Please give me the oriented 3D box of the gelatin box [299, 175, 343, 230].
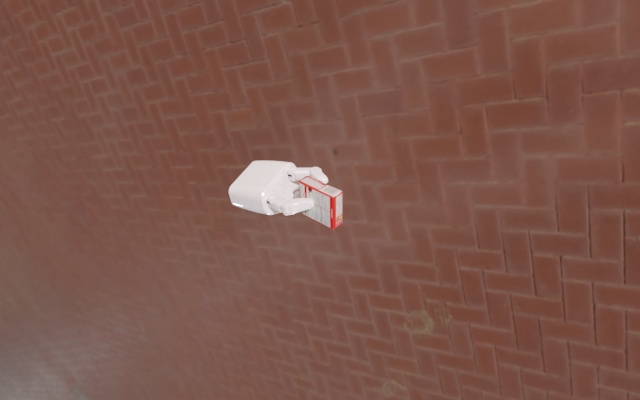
[{"bbox_3d":[0.000,0.003,0.888,0.089,0.073,0.030,26,42,34],"label":"gelatin box"}]
